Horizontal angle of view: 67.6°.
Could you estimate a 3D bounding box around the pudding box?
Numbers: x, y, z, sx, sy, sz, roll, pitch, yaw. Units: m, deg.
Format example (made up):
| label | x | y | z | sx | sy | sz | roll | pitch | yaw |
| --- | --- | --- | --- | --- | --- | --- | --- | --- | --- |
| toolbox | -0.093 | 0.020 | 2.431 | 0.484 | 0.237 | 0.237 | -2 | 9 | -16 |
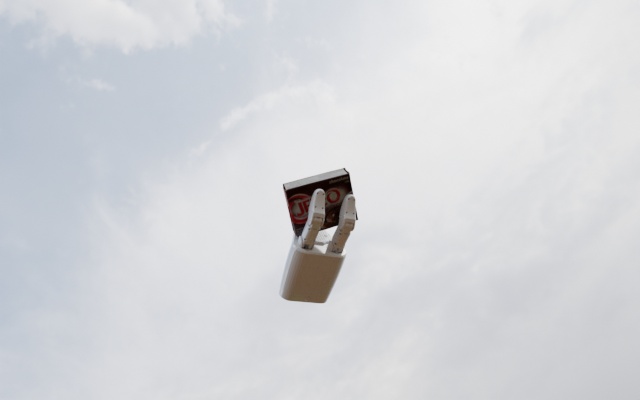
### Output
| label | x | y | z | sx | sy | sz | roll | pitch | yaw |
| --- | --- | --- | --- | --- | --- | --- | --- | --- | --- |
| pudding box | 0.000 | 0.003 | 0.805 | 0.113 | 0.090 | 0.039 | -17 | 27 | -8 |
